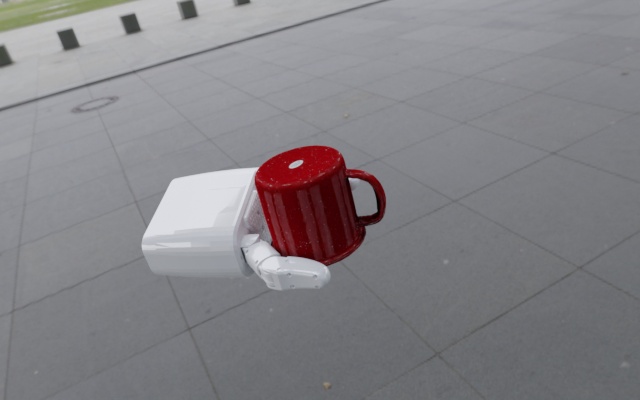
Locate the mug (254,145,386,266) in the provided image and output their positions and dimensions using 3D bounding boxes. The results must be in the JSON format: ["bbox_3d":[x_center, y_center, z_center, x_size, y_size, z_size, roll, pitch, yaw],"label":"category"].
[{"bbox_3d":[0.001,0.001,0.430,0.117,0.081,0.093,-4,30,18],"label":"mug"}]
